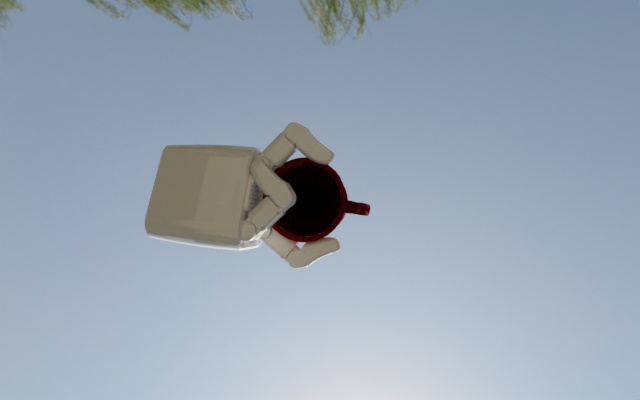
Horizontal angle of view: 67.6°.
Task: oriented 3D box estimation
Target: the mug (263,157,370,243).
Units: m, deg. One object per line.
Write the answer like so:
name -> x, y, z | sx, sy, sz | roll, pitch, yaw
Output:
mug -> 0.002, 0.002, 0.557 | 0.117, 0.093, 0.081 | 6, -1, 10
